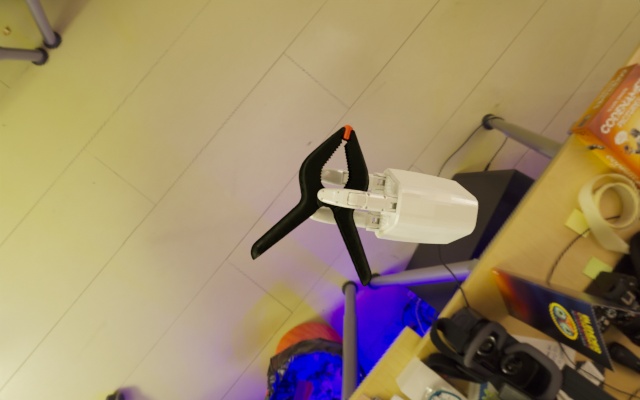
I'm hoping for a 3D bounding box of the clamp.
[{"bbox_3d":[0.001,0.002,0.631,0.164,0.210,0.036,8,1,-8],"label":"clamp"}]
